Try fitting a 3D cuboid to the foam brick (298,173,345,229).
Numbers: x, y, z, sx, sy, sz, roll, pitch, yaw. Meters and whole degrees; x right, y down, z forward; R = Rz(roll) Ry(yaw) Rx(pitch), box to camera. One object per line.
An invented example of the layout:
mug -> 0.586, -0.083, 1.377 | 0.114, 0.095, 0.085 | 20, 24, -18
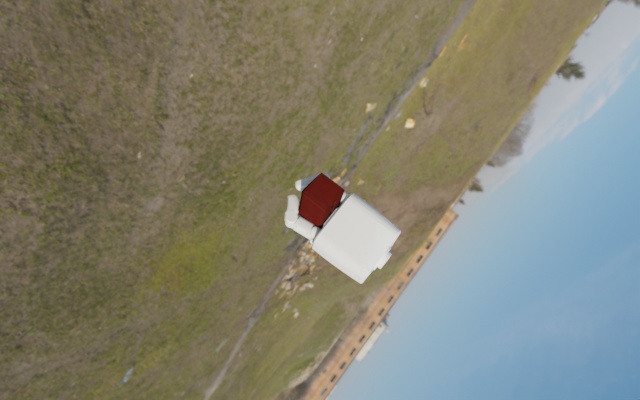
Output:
foam brick -> 0.000, 0.002, 0.797 | 0.051, 0.053, 0.078 | 38, -27, 13
